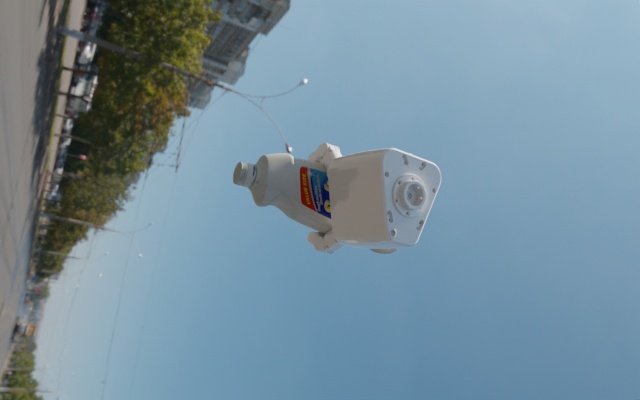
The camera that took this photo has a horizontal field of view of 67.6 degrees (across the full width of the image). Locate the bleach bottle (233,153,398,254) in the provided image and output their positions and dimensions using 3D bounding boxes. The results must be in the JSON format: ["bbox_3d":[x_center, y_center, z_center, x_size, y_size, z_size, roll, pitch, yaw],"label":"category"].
[{"bbox_3d":[0.000,0.002,0.656,0.251,0.102,0.068,15,-10,-29],"label":"bleach bottle"}]
